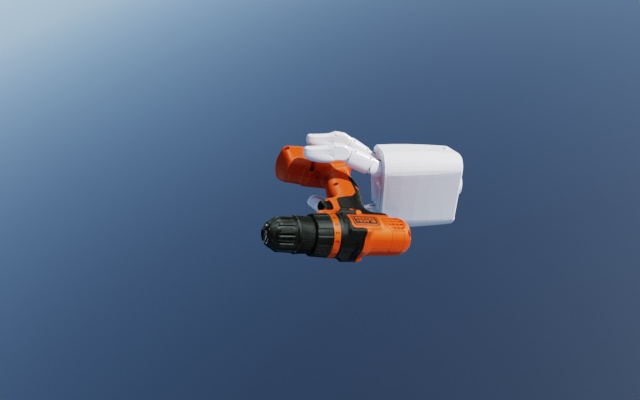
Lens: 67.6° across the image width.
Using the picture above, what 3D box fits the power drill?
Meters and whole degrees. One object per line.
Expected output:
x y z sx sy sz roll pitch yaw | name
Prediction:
0.000 0.002 0.602 0.184 0.057 0.187 5 35 -25 | power drill
